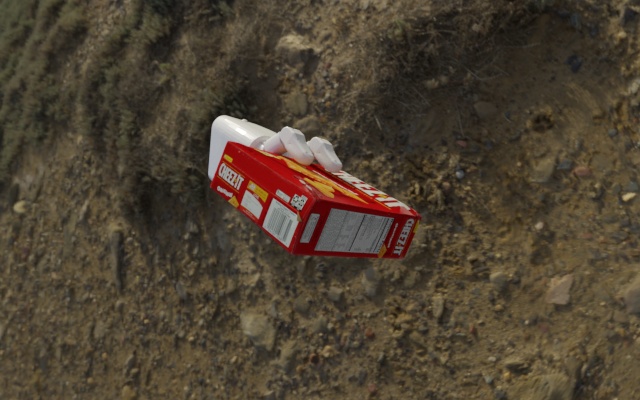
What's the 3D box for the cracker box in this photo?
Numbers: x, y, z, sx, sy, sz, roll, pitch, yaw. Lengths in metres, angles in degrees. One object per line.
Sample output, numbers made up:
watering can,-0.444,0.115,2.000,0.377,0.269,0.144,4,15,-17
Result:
cracker box,0.000,0.002,0.591,0.214,0.072,0.164,9,19,-48
